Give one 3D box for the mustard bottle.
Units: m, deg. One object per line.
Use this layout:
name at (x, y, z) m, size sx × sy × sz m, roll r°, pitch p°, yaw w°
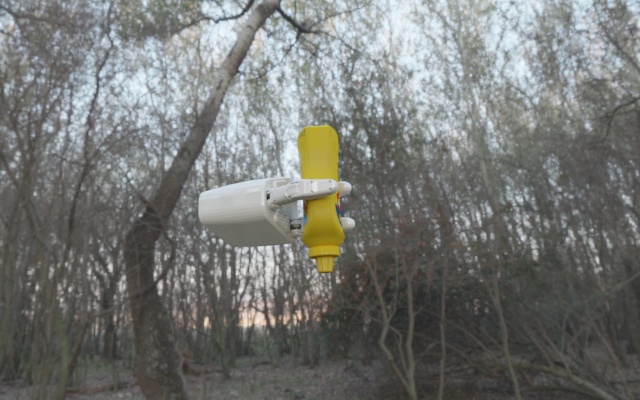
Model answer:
mustard bottle at (0.000, 0.002, 0.649) m, size 0.058 × 0.191 × 0.096 m, roll -2°, pitch -14°, yaw -3°
